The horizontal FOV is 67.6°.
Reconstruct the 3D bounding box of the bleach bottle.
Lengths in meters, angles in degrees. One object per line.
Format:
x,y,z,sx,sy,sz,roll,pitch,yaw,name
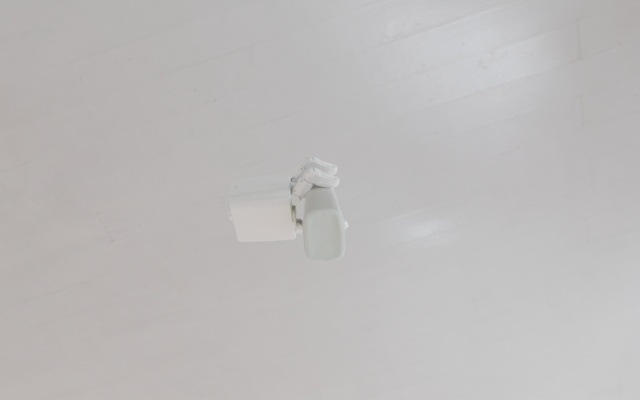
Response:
0.000,0.003,0.873,0.068,0.103,0.250,-4,26,-1,bleach bottle
